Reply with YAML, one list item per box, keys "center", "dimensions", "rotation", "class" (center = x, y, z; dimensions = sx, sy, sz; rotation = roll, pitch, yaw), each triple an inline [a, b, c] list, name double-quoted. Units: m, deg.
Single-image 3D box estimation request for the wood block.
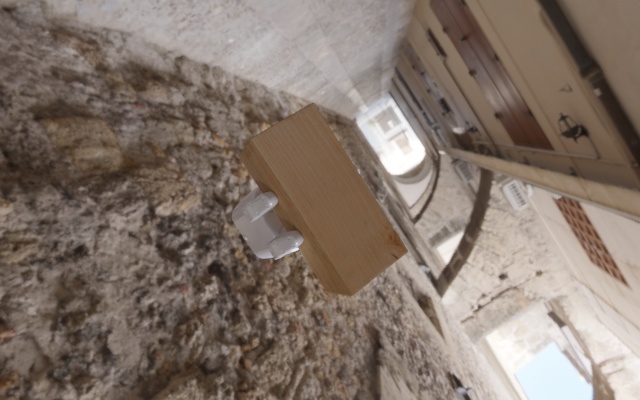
- center: [0.000, 0.002, 0.576]
  dimensions: [0.091, 0.206, 0.090]
  rotation: [-34, 4, -20]
  class: "wood block"
